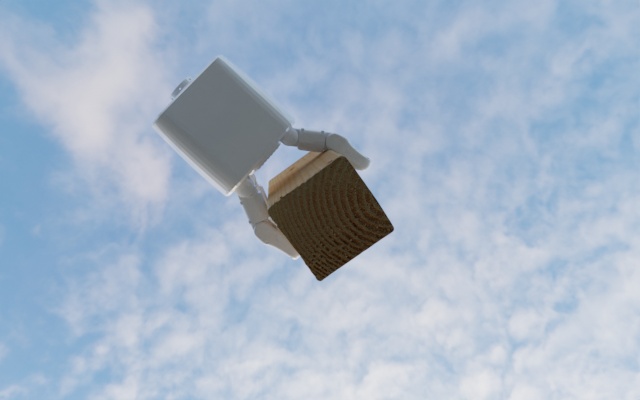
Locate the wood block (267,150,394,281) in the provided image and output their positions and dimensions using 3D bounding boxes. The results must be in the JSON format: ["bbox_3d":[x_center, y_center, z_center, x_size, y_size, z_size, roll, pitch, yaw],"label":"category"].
[{"bbox_3d":[0.000,0.001,0.542,0.091,0.090,0.206,-35,11,1],"label":"wood block"}]
